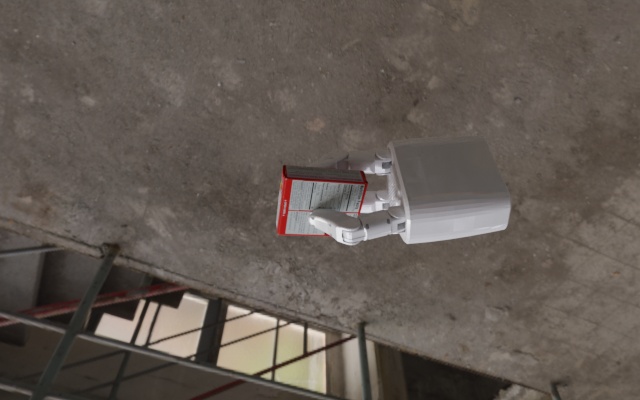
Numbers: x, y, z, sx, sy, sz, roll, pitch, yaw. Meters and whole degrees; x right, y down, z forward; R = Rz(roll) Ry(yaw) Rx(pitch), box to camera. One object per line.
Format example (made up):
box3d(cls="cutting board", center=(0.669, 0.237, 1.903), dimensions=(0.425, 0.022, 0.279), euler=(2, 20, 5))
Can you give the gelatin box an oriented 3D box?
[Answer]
box3d(cls="gelatin box", center=(0.000, 0.002, 0.512), dimensions=(0.089, 0.073, 0.030), euler=(2, 34, -12))
